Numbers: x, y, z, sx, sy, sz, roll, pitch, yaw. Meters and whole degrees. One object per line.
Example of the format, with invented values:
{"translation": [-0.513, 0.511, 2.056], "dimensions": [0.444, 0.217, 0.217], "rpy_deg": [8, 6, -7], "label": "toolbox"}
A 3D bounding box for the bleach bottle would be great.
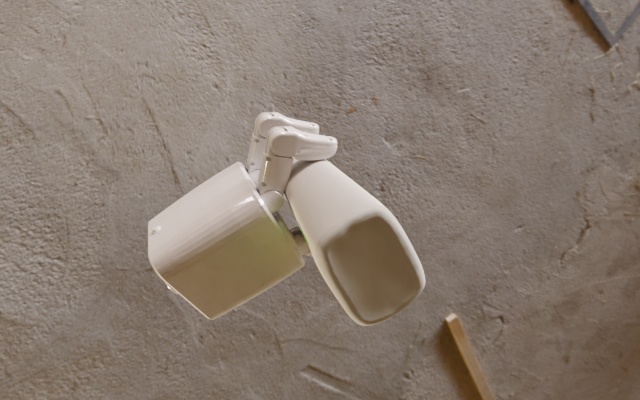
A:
{"translation": [0.000, 0.001, 0.448], "dimensions": [0.068, 0.103, 0.250], "rpy_deg": [-32, 29, -4], "label": "bleach bottle"}
